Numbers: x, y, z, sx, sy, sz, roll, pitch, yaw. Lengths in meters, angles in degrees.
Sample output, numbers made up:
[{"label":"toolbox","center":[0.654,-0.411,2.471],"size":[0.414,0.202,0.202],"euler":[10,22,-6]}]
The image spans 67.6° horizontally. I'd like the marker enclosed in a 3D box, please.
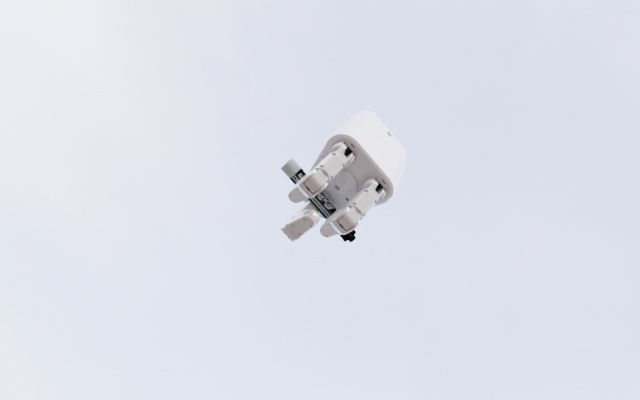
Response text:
[{"label":"marker","center":[0.000,0.002,0.559],"size":[0.020,0.121,0.020],"euler":[-40,9,8]}]
